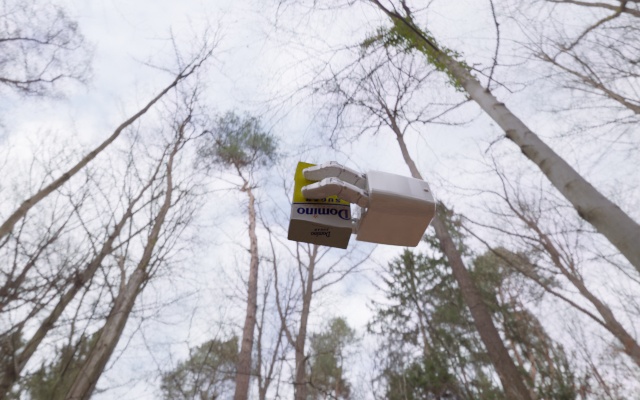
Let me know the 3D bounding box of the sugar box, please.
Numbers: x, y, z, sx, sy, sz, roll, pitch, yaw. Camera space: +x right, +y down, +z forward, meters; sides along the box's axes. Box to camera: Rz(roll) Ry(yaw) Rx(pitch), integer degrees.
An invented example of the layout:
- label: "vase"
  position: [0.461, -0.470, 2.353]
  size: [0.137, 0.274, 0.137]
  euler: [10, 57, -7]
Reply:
- label: "sugar box"
  position: [0.000, 0.002, 0.762]
  size: [0.093, 0.048, 0.176]
  euler: [9, 30, -6]
